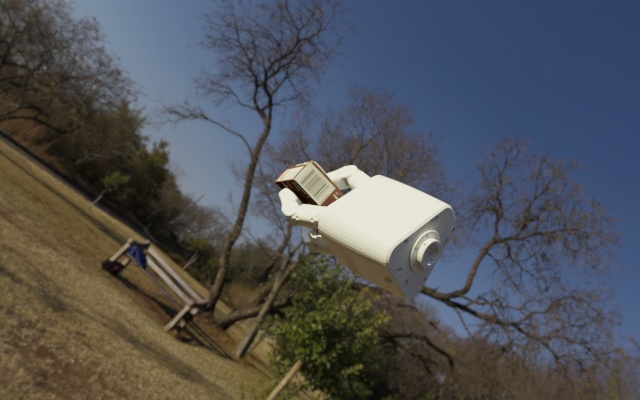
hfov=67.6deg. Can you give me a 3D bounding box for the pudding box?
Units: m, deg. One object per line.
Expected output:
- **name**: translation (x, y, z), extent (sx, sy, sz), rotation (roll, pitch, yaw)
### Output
- **pudding box**: translation (0.000, 0.002, 0.624), extent (0.039, 0.113, 0.090), rotation (-45, 14, -16)
